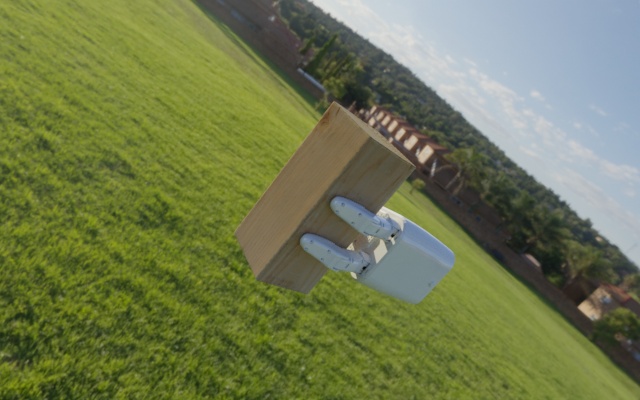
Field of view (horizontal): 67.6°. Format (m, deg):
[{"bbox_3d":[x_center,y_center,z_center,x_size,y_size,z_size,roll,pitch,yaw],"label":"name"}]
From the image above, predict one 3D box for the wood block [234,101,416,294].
[{"bbox_3d":[0.000,0.002,0.572,0.090,0.206,0.090,25,20,-42],"label":"wood block"}]
